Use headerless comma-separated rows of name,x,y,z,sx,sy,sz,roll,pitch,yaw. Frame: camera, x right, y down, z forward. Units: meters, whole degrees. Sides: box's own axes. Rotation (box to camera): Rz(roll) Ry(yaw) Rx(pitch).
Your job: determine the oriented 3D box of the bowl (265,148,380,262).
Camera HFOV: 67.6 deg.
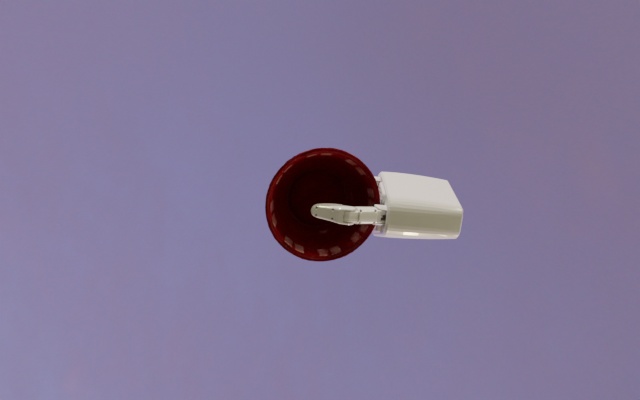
bowl,-0.001,0.002,0.679,0.162,0.162,0.055,0,14,-11
